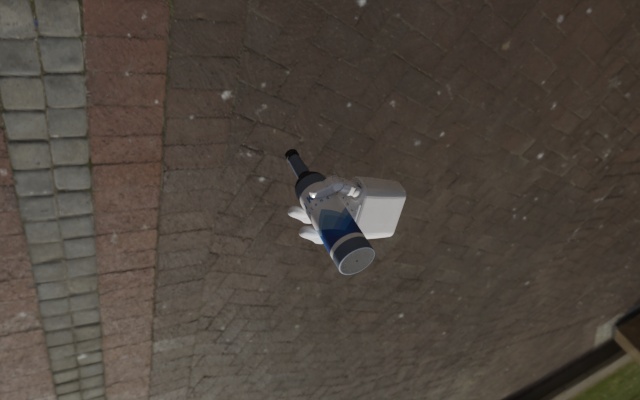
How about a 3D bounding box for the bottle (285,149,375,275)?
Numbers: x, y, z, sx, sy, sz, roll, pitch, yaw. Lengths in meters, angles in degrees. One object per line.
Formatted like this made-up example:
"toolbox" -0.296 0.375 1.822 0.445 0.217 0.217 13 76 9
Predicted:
"bottle" 0.000 0.003 0.871 0.069 0.069 0.295 0 41 -33
